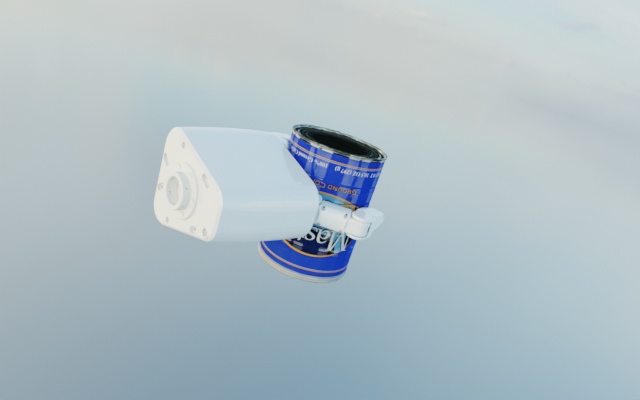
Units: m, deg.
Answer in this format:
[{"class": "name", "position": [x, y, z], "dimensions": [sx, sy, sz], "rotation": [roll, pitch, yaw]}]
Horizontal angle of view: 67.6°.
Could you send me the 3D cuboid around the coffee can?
[{"class": "coffee can", "position": [0.000, 0.002, 0.513], "dimensions": [0.103, 0.140, 0.102], "rotation": [16, 19, -6]}]
